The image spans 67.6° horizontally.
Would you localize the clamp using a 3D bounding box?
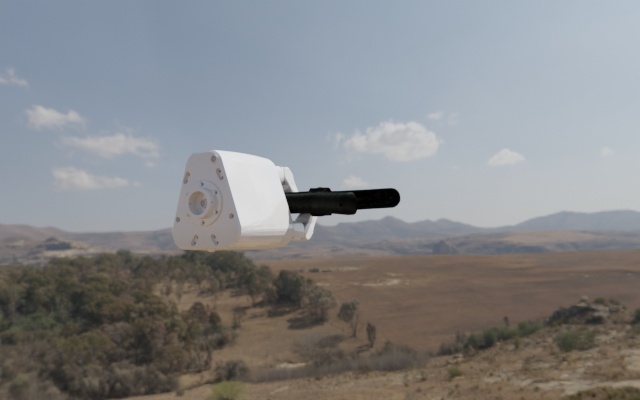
[{"bbox_3d":[0.000,0.001,0.584,0.171,0.039,0.120,-4,-4,26],"label":"clamp"}]
